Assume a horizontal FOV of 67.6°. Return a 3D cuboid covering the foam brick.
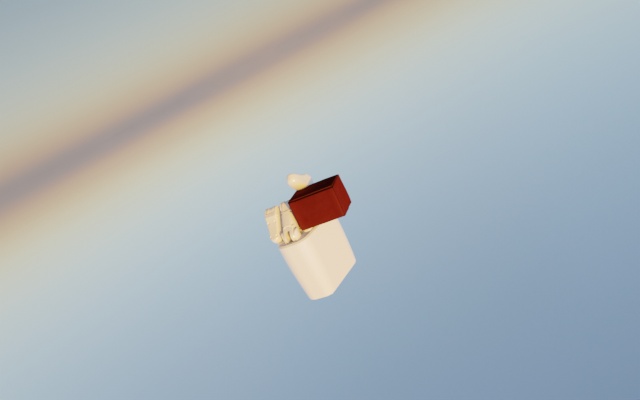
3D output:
[{"bbox_3d":[0.000,0.002,0.729,0.078,0.051,0.053,-20,17,23],"label":"foam brick"}]
